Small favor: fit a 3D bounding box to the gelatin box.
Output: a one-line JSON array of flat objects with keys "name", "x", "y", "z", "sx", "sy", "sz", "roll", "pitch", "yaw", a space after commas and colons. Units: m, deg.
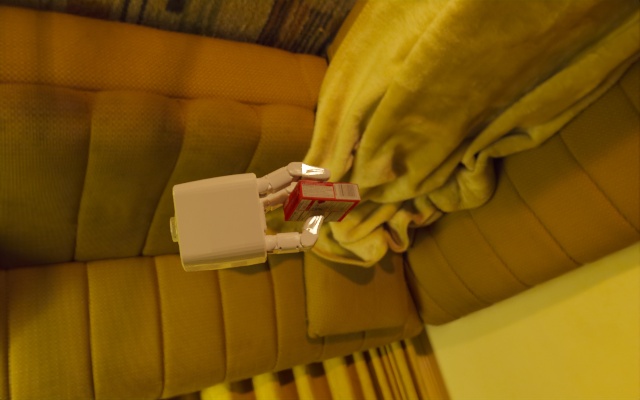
[{"name": "gelatin box", "x": 0.000, "y": 0.003, "z": 0.662, "sx": 0.089, "sy": 0.030, "sz": 0.073, "roll": 3, "pitch": -27, "yaw": -21}]
